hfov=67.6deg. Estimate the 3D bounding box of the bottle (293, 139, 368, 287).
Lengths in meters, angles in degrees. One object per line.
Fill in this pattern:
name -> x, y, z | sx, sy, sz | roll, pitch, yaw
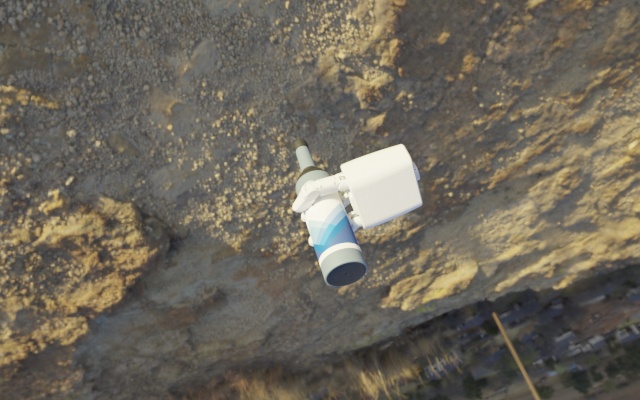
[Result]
bottle -> 0.000, 0.003, 0.800 | 0.069, 0.295, 0.069 | -12, -40, -10
